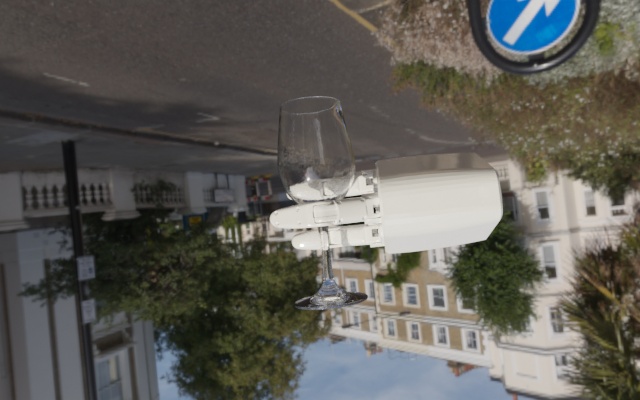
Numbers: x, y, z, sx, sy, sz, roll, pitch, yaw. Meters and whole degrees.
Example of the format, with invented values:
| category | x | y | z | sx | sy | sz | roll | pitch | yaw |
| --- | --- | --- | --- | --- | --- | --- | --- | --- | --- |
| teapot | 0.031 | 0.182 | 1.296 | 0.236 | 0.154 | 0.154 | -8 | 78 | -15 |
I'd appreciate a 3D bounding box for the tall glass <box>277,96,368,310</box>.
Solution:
| category | x | y | z | sx | sy | sz | roll | pitch | yaw |
| --- | --- | --- | --- | --- | --- | --- | --- | --- | --- |
| tall glass | 0.000 | 0.002 | 0.479 | 0.079 | 0.201 | 0.079 | -7 | -2 | 0 |
